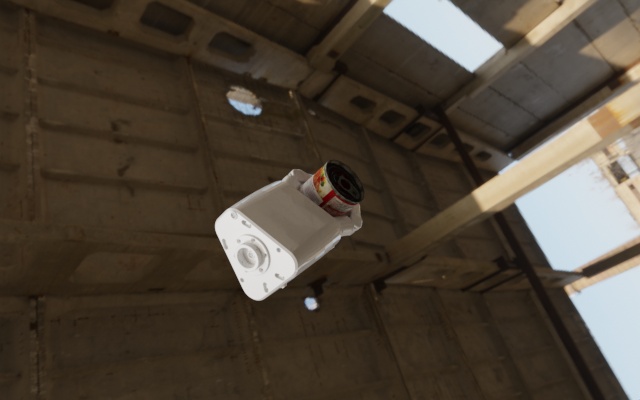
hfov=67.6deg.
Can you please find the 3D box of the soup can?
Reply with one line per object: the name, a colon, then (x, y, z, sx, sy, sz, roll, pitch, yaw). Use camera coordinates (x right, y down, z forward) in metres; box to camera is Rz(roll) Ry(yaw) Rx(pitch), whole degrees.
soup can: (0.000, 0.002, 0.644, 0.068, 0.068, 0.102, 0, -33, -50)
